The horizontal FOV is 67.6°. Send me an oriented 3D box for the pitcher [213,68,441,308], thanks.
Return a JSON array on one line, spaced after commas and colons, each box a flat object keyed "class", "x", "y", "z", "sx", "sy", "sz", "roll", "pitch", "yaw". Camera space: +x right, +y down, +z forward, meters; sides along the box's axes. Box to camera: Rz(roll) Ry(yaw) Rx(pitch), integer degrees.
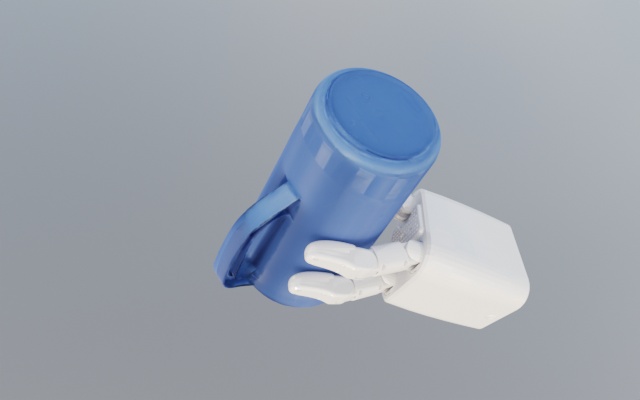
[{"class": "pitcher", "x": 0.000, "y": 0.001, "z": 0.448, "sx": 0.145, "sy": 0.149, "sz": 0.243, "roll": 21, "pitch": -38, "yaw": -8}]
